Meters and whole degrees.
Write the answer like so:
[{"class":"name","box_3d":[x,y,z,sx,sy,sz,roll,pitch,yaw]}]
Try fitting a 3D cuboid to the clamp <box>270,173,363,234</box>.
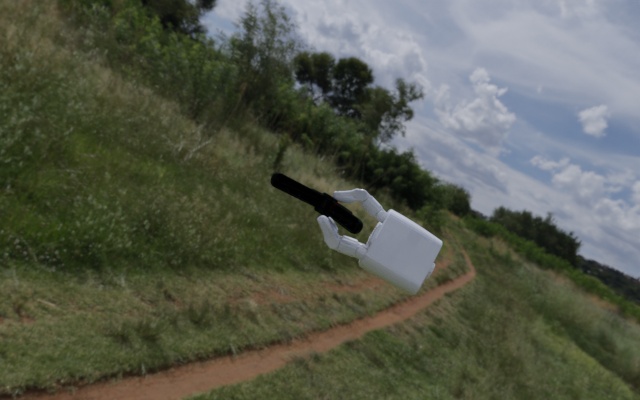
[{"class":"clamp","box_3d":[0.001,0.002,0.828,0.164,0.036,0.210,31,3,4]}]
